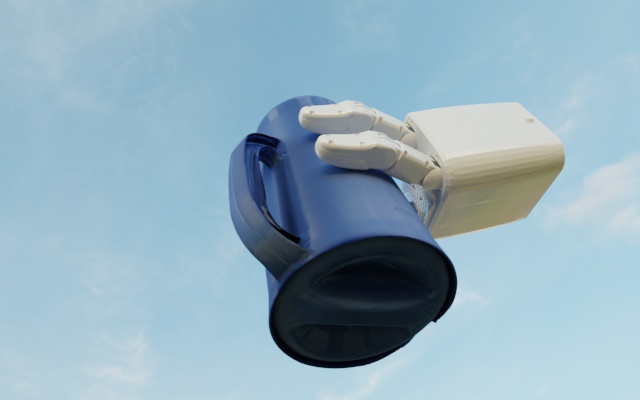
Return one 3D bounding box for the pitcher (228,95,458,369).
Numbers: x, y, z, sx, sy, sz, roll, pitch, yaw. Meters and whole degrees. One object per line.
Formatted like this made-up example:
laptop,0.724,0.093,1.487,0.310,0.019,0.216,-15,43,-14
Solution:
pitcher,0.000,0.001,0.407,0.145,0.149,0.242,-9,39,-9
